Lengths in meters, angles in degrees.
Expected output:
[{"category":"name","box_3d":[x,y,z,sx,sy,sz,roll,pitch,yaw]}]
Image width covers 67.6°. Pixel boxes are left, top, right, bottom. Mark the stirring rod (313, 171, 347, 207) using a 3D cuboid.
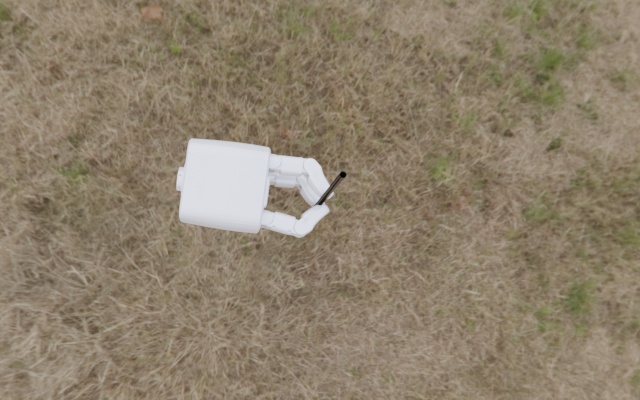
[{"category":"stirring rod","box_3d":[0.000,0.002,0.655,0.011,0.011,0.239,0,-15,-13]}]
